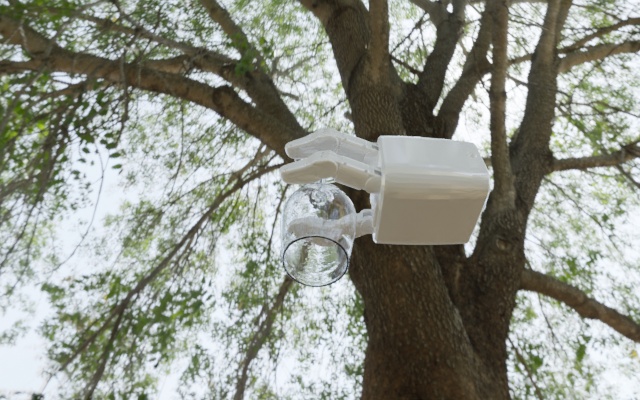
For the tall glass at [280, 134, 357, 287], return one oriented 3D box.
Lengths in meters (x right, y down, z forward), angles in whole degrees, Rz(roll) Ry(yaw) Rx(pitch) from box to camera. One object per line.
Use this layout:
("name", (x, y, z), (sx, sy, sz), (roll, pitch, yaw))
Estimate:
("tall glass", (0.000, 0.001, 0.517), (0.079, 0.079, 0.201), (0, 34, 4))
